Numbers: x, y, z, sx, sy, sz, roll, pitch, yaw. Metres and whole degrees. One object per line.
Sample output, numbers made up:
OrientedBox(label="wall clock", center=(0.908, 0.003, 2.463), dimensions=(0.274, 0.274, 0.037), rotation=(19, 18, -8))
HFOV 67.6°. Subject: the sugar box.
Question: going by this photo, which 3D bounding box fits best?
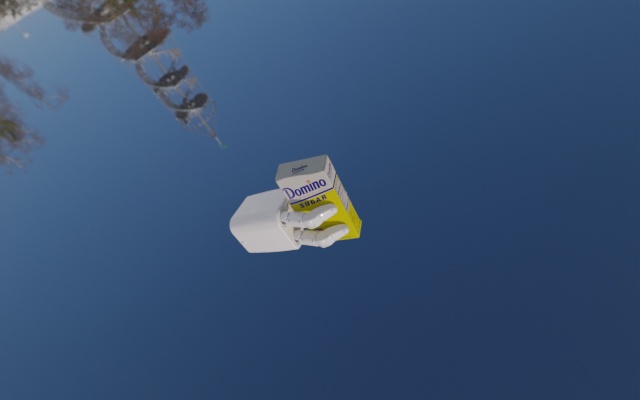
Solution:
OrientedBox(label="sugar box", center=(0.000, 0.003, 0.840), dimensions=(0.093, 0.048, 0.176), rotation=(-10, -43, 23))
